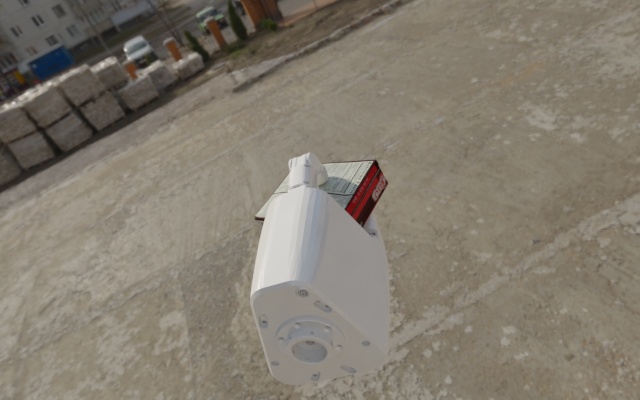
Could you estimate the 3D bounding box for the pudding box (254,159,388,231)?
[{"bbox_3d":[0.000,0.002,0.484,0.113,0.039,0.090,2,44,39],"label":"pudding box"}]
